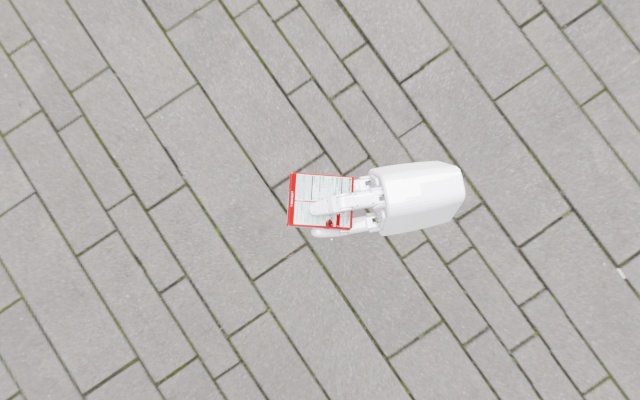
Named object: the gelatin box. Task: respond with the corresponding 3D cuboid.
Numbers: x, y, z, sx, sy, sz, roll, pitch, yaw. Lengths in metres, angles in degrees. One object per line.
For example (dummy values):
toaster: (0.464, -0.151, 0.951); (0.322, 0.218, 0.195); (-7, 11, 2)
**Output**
gelatin box: (0.000, 0.002, 0.652); (0.089, 0.073, 0.030); (4, -6, -6)
